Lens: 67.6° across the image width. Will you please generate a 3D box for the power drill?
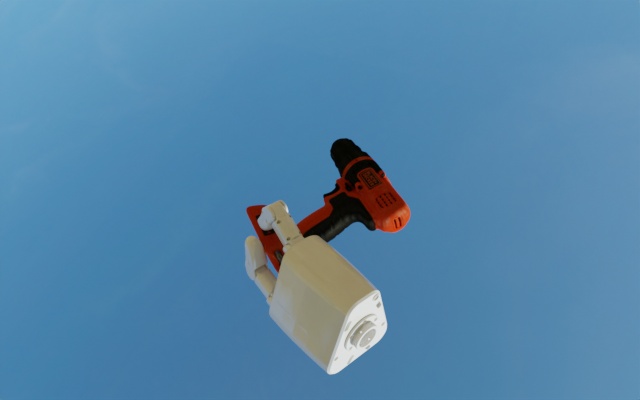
[{"bbox_3d":[0.000,0.002,0.634,0.187,0.057,0.184,-28,43,-4],"label":"power drill"}]
